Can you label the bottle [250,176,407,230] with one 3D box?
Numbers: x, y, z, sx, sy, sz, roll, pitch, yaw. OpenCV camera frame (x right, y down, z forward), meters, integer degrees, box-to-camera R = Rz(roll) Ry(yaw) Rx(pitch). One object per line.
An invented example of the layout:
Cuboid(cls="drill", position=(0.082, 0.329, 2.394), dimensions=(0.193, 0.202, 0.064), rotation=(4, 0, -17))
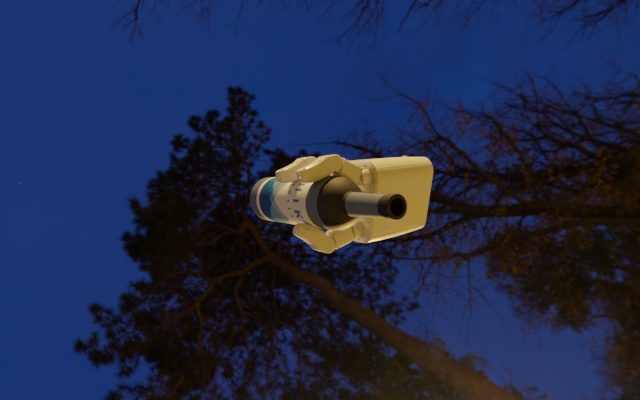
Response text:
Cuboid(cls="bottle", position=(0.000, 0.002, 0.609), dimensions=(0.069, 0.069, 0.295), rotation=(0, 2, -32))
